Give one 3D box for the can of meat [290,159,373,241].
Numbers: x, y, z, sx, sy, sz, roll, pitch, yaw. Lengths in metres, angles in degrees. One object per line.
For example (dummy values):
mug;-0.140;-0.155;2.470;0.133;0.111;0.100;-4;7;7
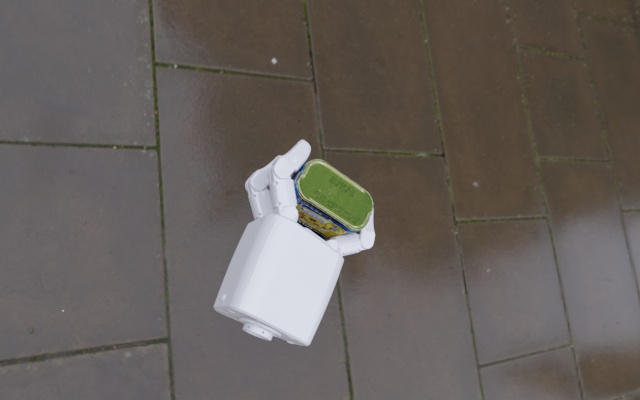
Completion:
can of meat;0.000;0.002;0.562;0.102;0.057;0.084;33;-24;-18
